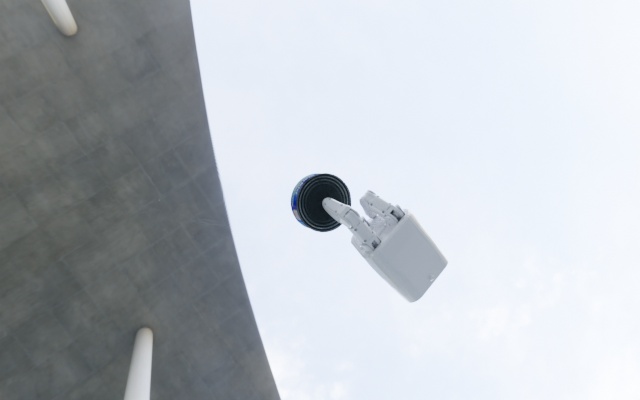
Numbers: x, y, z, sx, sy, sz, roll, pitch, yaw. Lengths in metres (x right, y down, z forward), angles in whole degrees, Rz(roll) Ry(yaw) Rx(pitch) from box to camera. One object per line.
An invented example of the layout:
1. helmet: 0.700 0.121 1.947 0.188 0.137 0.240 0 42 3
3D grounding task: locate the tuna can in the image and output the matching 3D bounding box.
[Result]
1. tuna can: 0.000 0.002 0.702 0.086 0.086 0.034 0 4 -23
